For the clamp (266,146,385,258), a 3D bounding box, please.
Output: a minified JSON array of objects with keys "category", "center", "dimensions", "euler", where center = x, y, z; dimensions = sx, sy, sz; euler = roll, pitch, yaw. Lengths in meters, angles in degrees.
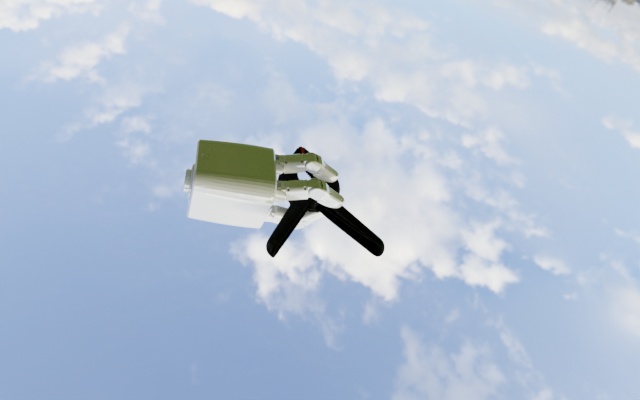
[{"category":"clamp","center":[0.000,0.002,0.688],"dimensions":[0.164,0.209,0.036],"euler":[8,-46,-17]}]
